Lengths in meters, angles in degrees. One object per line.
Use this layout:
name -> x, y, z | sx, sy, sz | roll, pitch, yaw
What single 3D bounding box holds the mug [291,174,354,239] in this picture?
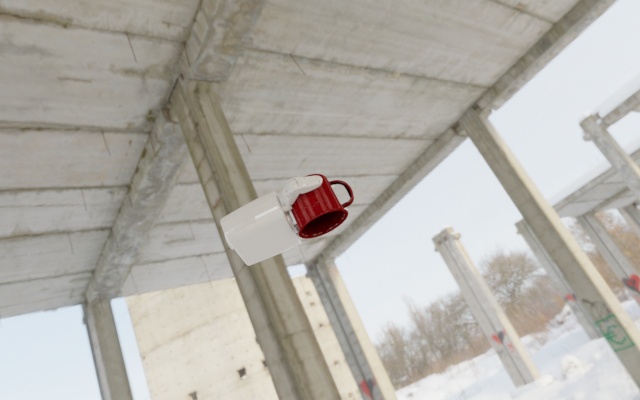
mug -> 0.001, 0.002, 0.826 | 0.117, 0.081, 0.093 | -26, -24, -1
